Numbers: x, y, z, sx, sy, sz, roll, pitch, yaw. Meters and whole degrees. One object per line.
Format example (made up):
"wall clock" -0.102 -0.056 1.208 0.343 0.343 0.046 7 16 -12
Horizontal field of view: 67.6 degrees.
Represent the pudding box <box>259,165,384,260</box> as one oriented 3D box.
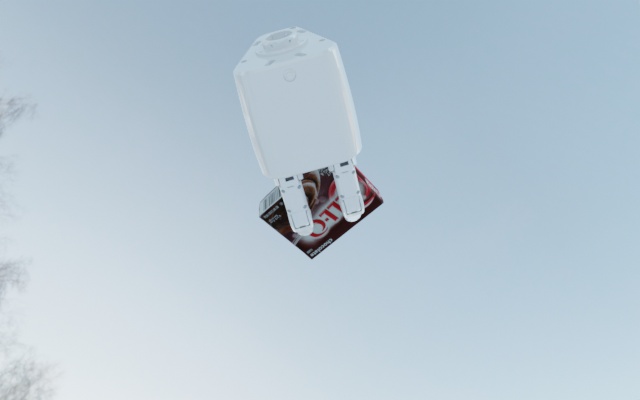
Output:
"pudding box" 0.000 0.002 0.540 0.090 0.113 0.039 42 18 -28
